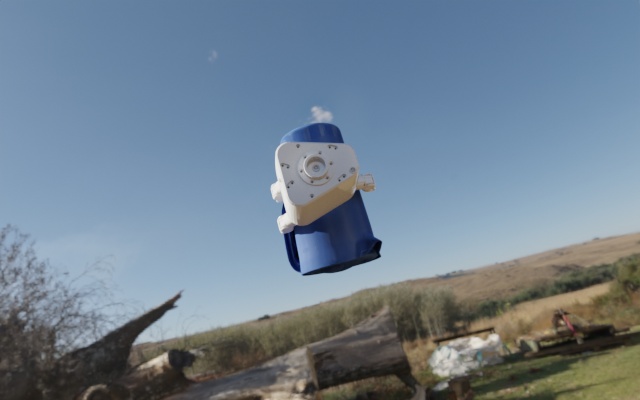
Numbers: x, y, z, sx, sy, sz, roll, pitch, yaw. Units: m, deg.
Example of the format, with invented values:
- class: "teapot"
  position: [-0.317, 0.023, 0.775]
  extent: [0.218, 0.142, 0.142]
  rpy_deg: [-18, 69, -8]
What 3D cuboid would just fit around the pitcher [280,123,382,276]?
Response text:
- class: "pitcher"
  position: [0.000, 0.003, 0.807]
  extent: [0.149, 0.242, 0.145]
  rpy_deg: [-13, -13, -5]
